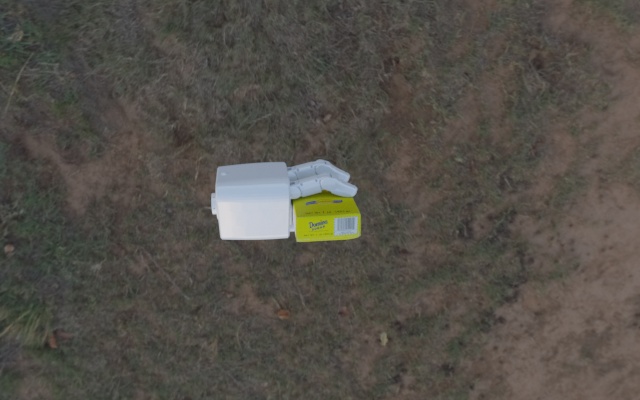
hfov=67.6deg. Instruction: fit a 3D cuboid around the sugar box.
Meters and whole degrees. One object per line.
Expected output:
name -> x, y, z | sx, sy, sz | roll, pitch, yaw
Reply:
sugar box -> 0.000, 0.002, 0.741 | 0.093, 0.048, 0.176 | -3, 27, -8
